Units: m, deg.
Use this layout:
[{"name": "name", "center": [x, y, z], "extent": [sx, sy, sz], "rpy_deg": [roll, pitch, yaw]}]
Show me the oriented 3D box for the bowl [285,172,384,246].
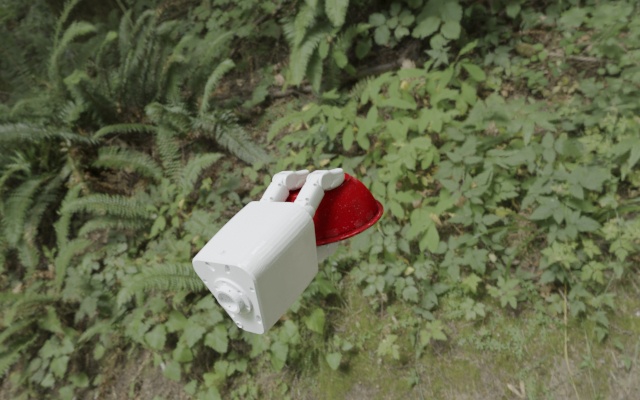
[{"name": "bowl", "center": [0.000, 0.001, 0.637], "extent": [0.162, 0.055, 0.162], "rpy_deg": [-12, 19, 4]}]
